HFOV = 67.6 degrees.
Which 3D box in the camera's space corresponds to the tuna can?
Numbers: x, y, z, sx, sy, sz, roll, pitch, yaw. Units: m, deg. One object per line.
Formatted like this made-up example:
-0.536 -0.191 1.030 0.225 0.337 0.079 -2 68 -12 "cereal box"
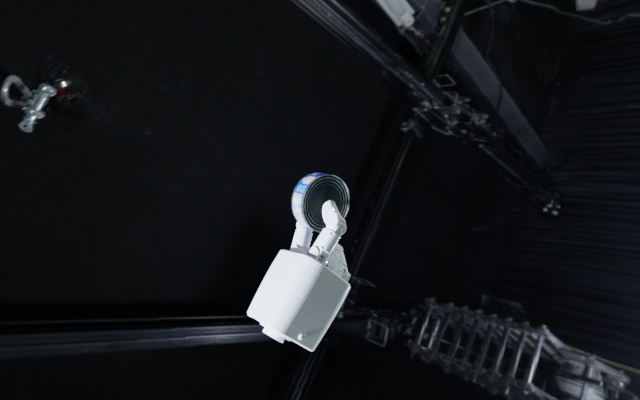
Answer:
0.000 0.002 0.702 0.086 0.086 0.033 0 9 -37 "tuna can"
